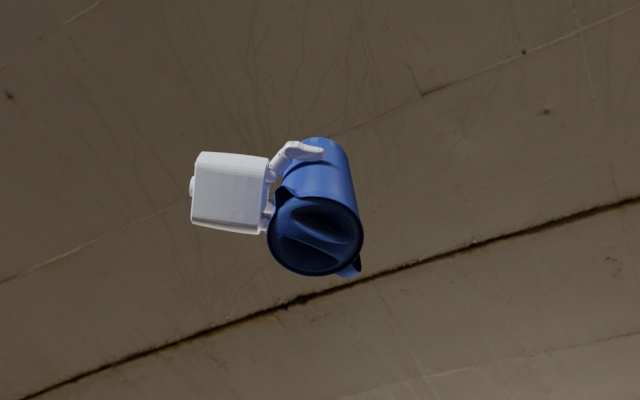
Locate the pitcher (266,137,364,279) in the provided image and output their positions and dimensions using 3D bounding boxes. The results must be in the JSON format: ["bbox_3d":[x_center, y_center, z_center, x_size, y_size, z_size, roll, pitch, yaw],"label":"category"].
[{"bbox_3d":[0.000,0.002,0.749,0.145,0.149,0.242,7,30,-3],"label":"pitcher"}]
